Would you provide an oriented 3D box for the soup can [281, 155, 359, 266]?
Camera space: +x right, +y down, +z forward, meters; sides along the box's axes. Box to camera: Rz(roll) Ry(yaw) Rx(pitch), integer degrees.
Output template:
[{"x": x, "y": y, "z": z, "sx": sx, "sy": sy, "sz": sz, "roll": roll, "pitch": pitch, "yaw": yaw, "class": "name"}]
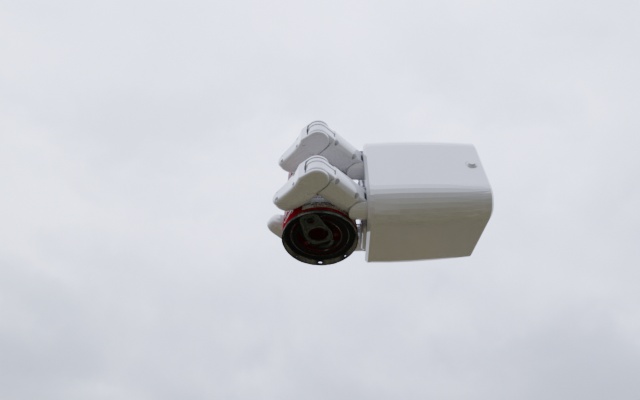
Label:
[{"x": 0.000, "y": 0.001, "z": 0.456, "sx": 0.068, "sy": 0.069, "sz": 0.102, "roll": 0, "pitch": 42, "yaw": 1, "class": "soup can"}]
